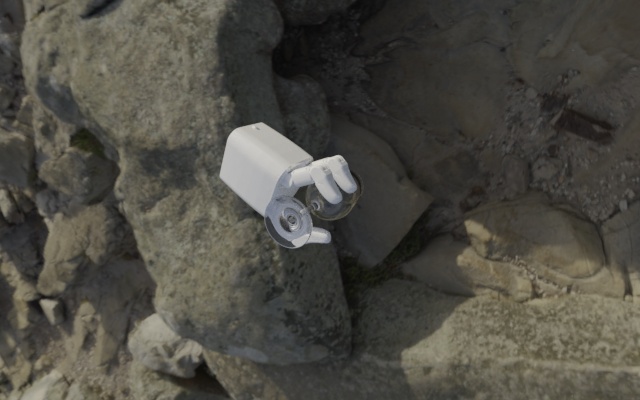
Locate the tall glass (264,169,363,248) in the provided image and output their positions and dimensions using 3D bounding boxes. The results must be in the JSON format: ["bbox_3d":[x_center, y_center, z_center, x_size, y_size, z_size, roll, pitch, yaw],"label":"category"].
[{"bbox_3d":[0.000,0.003,0.723,0.079,0.079,0.201,0,15,28],"label":"tall glass"}]
